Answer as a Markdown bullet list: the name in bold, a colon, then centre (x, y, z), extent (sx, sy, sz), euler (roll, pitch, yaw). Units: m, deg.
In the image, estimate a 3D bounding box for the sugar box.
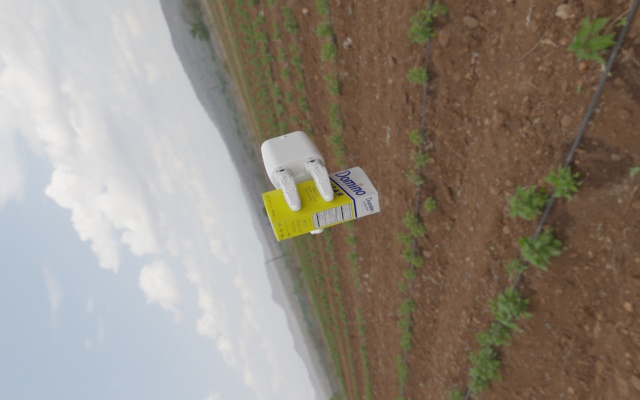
- **sugar box**: centre (0.000, 0.002, 0.787), extent (0.176, 0.048, 0.093), euler (-19, 37, -7)
